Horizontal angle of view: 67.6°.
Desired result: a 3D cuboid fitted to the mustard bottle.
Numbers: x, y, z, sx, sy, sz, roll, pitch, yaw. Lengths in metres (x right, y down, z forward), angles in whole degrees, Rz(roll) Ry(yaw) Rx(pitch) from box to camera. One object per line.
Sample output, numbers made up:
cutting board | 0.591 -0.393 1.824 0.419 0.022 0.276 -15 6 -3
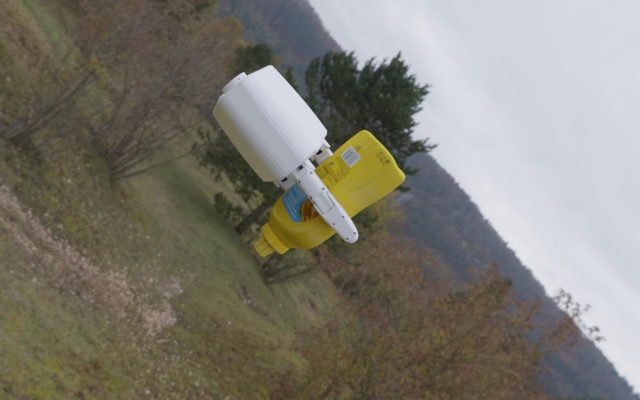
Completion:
mustard bottle | 0.000 0.002 0.563 0.058 0.191 0.096 48 6 -37
